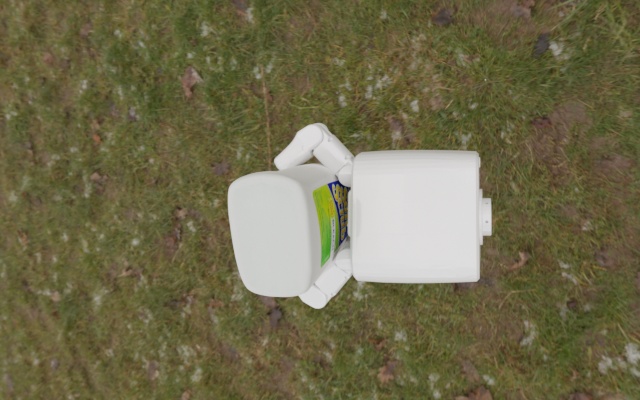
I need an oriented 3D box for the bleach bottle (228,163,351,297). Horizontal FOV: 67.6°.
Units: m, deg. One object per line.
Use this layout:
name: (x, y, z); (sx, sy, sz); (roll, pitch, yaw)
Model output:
bleach bottle: (0.000, 0.002, 0.474); (0.068, 0.102, 0.250); (-1, 13, 19)
